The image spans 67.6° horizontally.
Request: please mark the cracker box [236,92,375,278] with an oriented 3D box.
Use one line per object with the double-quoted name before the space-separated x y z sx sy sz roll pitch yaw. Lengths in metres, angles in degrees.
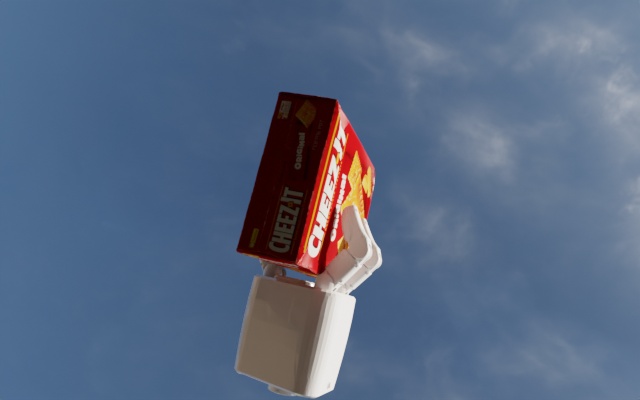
"cracker box" 0.000 0.002 0.540 0.072 0.164 0.214 10 -12 18
